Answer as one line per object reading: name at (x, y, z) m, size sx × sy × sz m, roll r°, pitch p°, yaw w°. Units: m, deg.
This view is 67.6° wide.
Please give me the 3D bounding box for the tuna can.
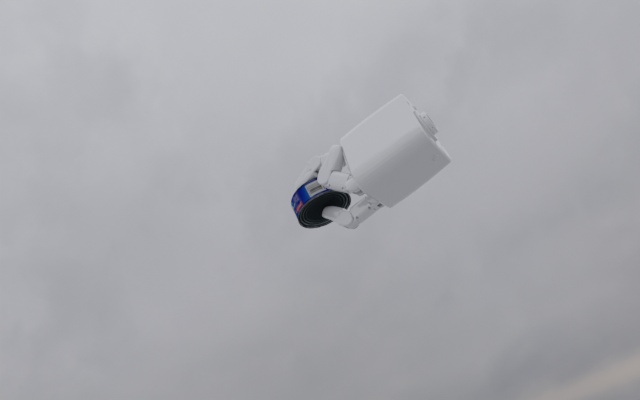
tuna can at (0.000, 0.002, 0.711) m, size 0.086 × 0.033 × 0.086 m, roll -20°, pitch -33°, yaw -13°
